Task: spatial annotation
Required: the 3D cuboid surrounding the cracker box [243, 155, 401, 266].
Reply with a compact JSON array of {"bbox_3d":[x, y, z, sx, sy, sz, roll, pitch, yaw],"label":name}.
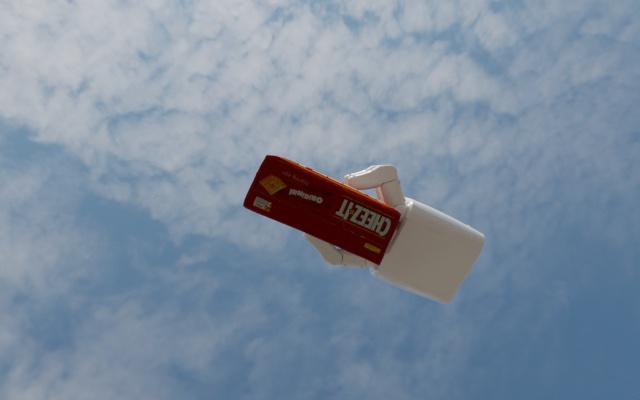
[{"bbox_3d":[0.000,0.002,0.615,0.164,0.072,0.213,23,2,-3],"label":"cracker box"}]
